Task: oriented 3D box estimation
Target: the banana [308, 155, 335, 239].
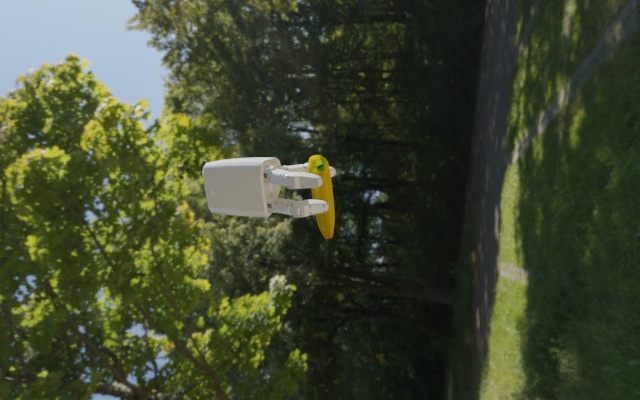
[{"bbox_3d":[0.001,-0.014,0.824,0.037,0.069,0.198,-1,-39,7],"label":"banana"}]
